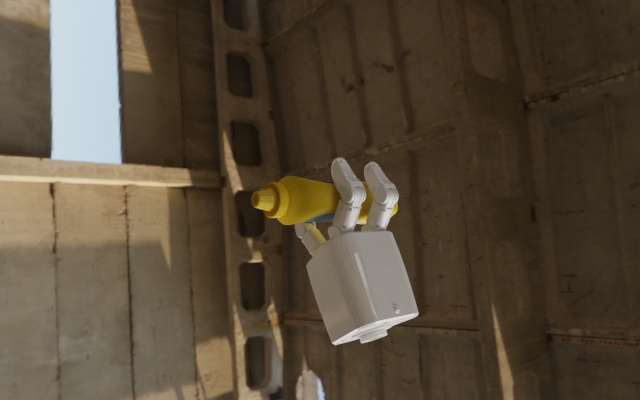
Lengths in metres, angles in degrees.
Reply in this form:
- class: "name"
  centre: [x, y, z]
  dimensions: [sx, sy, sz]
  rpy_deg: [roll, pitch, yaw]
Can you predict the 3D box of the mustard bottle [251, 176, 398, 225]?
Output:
- class: "mustard bottle"
  centre: [0.000, 0.002, 0.595]
  dimensions: [0.191, 0.058, 0.096]
  rpy_deg: [1, -5, -40]
